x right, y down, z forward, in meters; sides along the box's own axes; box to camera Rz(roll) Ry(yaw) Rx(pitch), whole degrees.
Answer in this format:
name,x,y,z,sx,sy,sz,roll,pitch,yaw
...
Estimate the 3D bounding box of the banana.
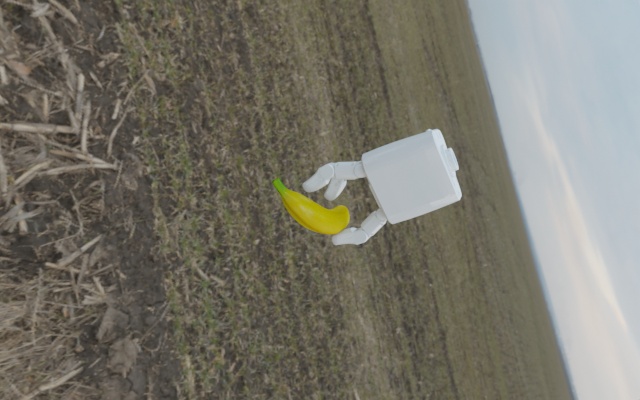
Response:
name,x,y,z,sx,sy,sz,roll,pitch,yaw
banana,0.003,0.018,0.705,0.037,0.069,0.198,-24,-24,22
